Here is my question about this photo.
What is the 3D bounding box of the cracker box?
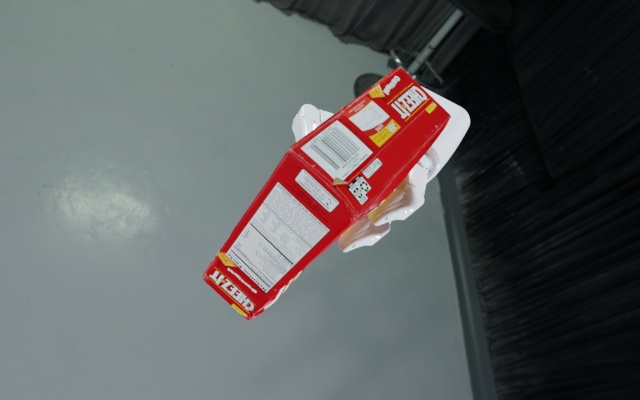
[{"bbox_3d":[0.000,0.001,0.427,0.164,0.072,0.214,-44,-4,-42],"label":"cracker box"}]
